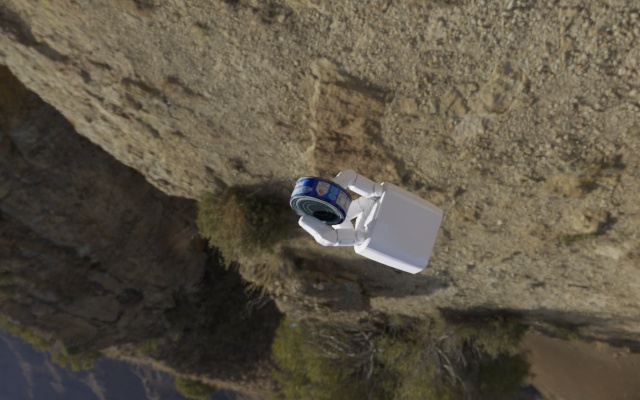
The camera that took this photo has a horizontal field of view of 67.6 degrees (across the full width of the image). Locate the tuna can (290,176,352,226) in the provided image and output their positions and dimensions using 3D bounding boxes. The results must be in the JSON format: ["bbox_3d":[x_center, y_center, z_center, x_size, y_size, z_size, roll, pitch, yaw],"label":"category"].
[{"bbox_3d":[0.000,0.003,0.691,0.086,0.033,0.086,16,-25,8],"label":"tuna can"}]
